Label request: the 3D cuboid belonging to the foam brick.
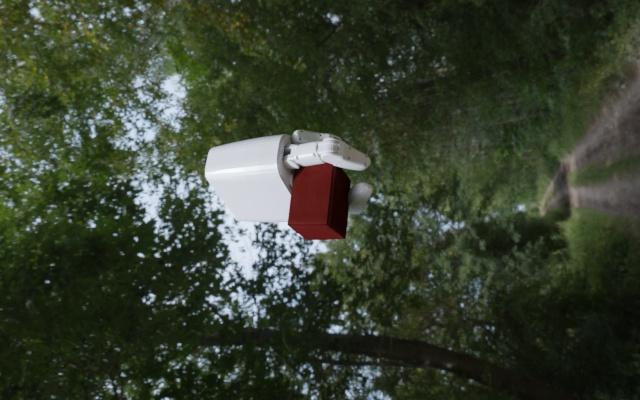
[{"bbox_3d":[0.000,0.002,0.546,0.051,0.078,0.053,-4,-25,23],"label":"foam brick"}]
